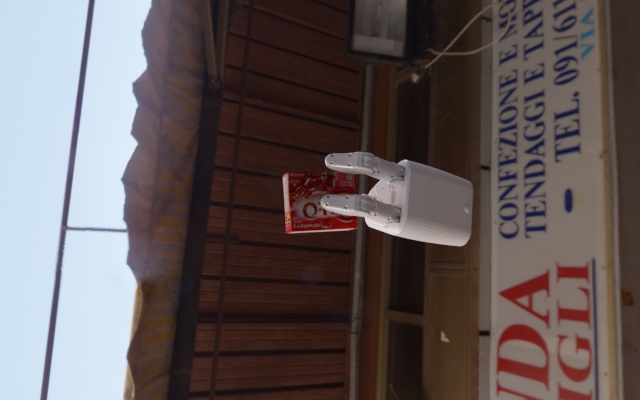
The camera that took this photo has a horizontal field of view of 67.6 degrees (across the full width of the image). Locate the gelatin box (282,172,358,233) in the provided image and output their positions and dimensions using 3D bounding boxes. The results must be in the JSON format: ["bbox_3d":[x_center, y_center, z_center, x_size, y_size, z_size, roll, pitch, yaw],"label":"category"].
[{"bbox_3d":[0.000,0.002,0.592,0.089,0.073,0.030,-1,-7,-20],"label":"gelatin box"}]
